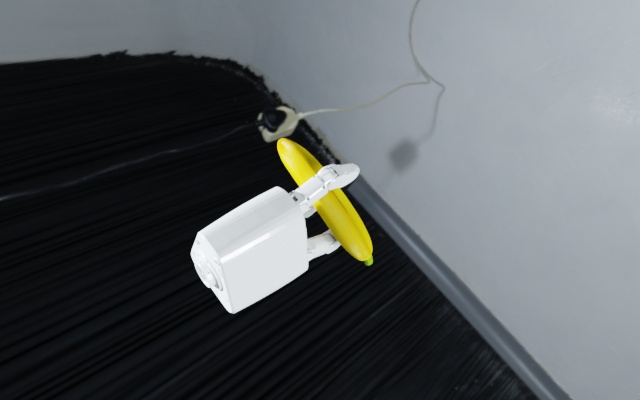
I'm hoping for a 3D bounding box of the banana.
[{"bbox_3d":[0.007,0.002,0.582,0.037,0.198,0.069,-34,0,-17],"label":"banana"}]
